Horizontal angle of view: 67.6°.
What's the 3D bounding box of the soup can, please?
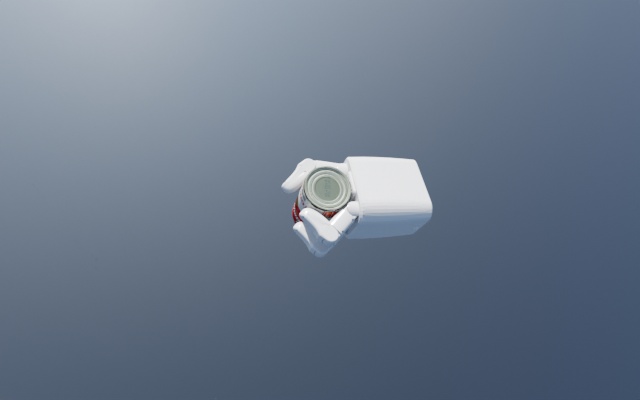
[{"bbox_3d":[0.000,0.002,0.681,0.068,0.068,0.102,0,-22,-13],"label":"soup can"}]
